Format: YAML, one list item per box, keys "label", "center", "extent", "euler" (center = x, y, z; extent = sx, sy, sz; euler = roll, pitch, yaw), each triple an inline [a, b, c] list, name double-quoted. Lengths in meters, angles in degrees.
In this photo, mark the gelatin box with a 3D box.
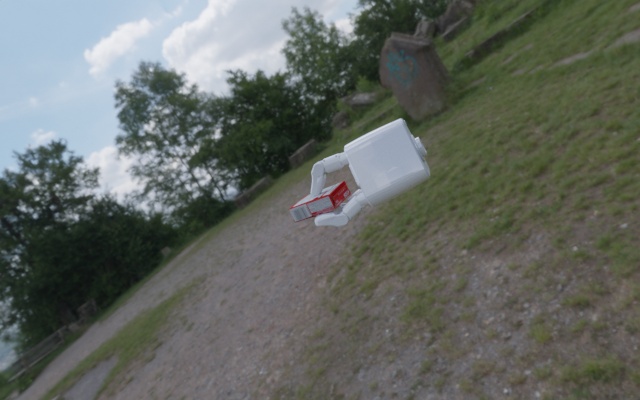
- label: "gelatin box"
  center: [0.000, 0.002, 0.836]
  extent: [0.089, 0.030, 0.073]
  euler: [-20, 11, 29]
